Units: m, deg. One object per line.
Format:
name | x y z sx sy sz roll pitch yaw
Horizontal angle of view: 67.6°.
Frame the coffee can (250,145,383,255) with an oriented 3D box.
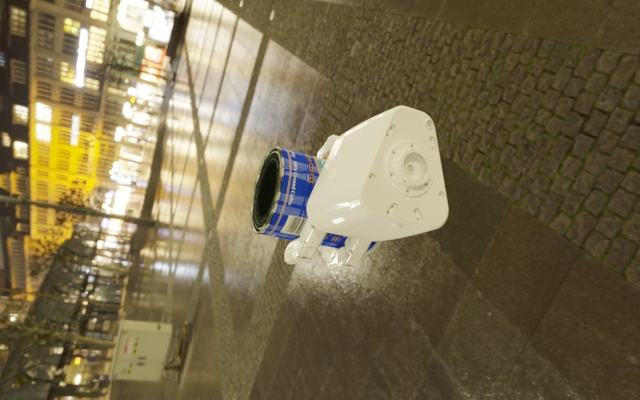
coffee can | 0.000 0.002 0.562 0.140 0.103 0.103 13 -5 -22
